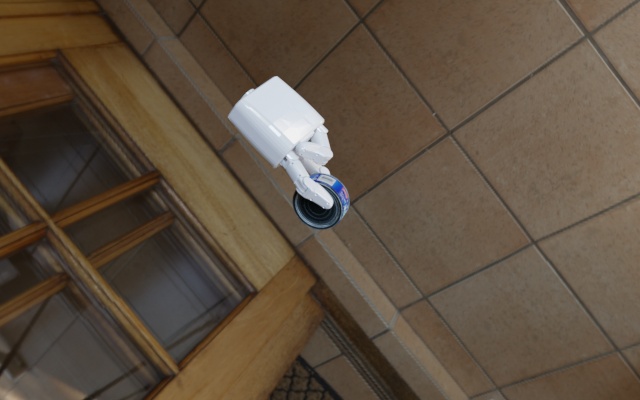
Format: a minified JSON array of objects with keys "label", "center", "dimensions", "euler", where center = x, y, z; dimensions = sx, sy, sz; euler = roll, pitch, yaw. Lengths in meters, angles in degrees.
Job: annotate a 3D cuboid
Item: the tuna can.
[{"label":"tuna can","center":[0.000,0.003,0.748],"dimensions":[0.086,0.086,0.033],"euler":[0,26,22]}]
